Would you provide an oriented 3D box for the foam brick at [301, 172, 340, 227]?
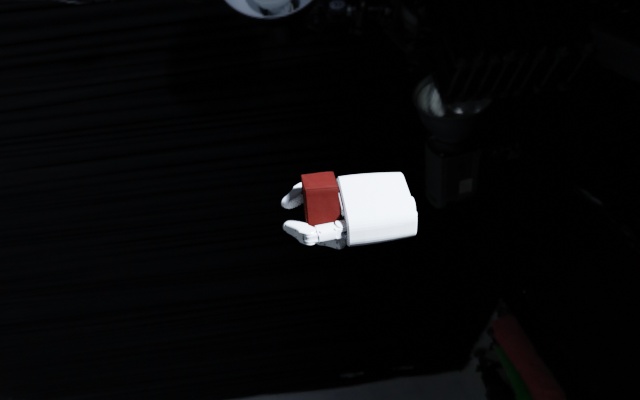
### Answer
[{"bbox_3d":[0.000,0.002,0.722,0.051,0.078,0.053,-7,31,-4],"label":"foam brick"}]
